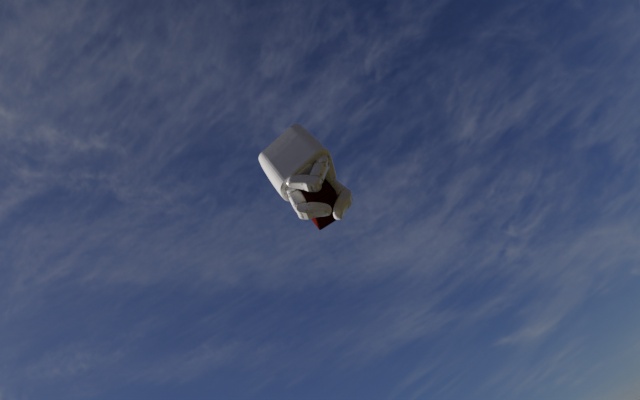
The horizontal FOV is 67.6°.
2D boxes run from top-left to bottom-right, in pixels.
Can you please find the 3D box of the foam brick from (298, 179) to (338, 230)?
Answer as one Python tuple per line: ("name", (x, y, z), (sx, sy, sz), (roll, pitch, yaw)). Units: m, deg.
("foam brick", (0.000, 0.003, 0.862), (0.053, 0.078, 0.051), (-30, 49, -11))
